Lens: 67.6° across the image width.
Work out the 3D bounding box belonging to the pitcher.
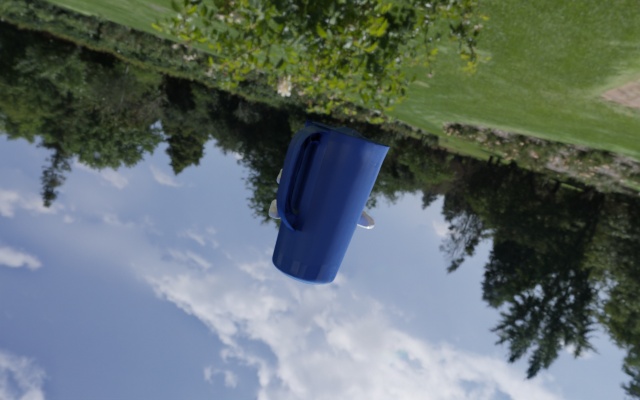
[{"bbox_3d":[0.000,0.002,0.742,0.149,0.243,0.145,17,10,-8],"label":"pitcher"}]
